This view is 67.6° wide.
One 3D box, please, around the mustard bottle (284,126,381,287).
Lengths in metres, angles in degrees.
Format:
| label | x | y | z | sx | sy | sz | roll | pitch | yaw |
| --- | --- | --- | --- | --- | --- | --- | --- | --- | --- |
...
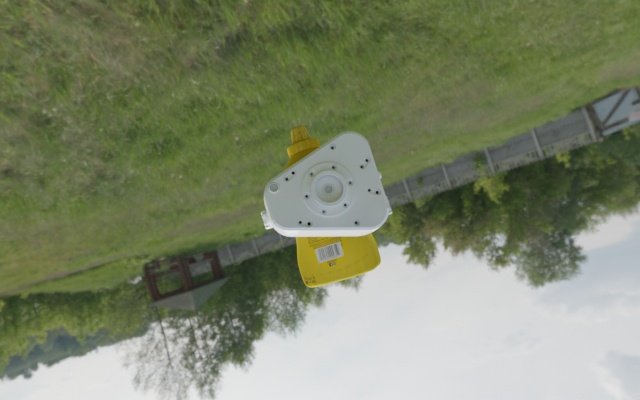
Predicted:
| label | x | y | z | sx | sy | sz | roll | pitch | yaw |
| --- | --- | --- | --- | --- | --- | --- | --- | --- | --- |
| mustard bottle | 0.000 | 0.002 | 0.581 | 0.096 | 0.191 | 0.058 | -19 | -4 | 20 |
